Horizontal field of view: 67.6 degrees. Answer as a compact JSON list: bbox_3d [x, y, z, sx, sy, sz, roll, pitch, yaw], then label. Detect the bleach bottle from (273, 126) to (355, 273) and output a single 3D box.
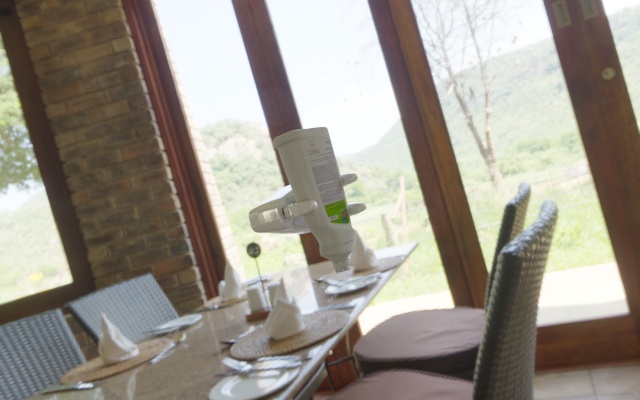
[{"bbox_3d":[0.000,0.003,0.825,0.102,0.251,0.068,-16,0,-43],"label":"bleach bottle"}]
